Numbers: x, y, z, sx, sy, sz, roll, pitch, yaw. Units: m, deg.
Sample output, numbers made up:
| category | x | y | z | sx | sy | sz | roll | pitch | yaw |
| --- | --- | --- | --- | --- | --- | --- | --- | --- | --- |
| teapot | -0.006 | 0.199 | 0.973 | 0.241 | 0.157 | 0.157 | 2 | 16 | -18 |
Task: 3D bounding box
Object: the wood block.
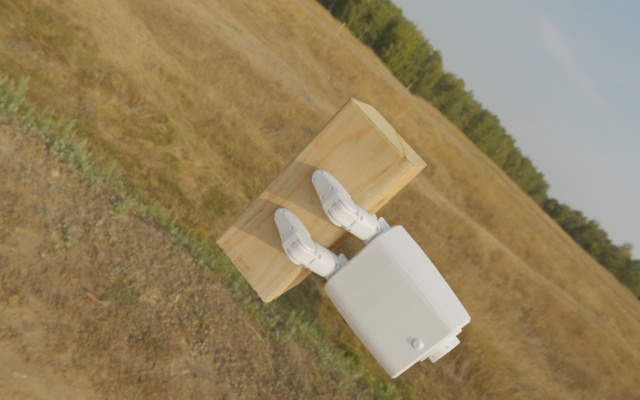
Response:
| category | x | y | z | sx | sy | sz | roll | pitch | yaw |
| --- | --- | --- | --- | --- | --- | --- | --- | --- | --- |
| wood block | 0.001 | 0.002 | 0.505 | 0.206 | 0.090 | 0.091 | -44 | -11 | 18 |
